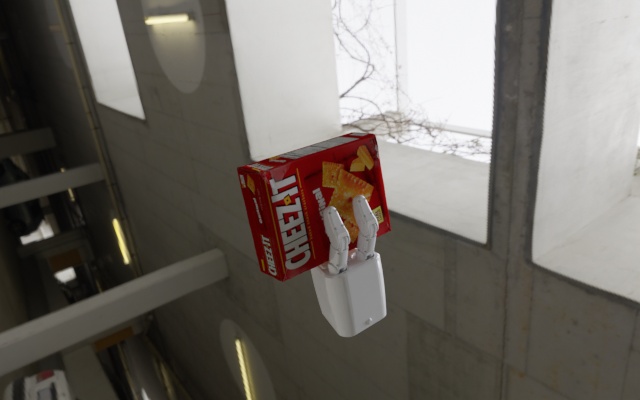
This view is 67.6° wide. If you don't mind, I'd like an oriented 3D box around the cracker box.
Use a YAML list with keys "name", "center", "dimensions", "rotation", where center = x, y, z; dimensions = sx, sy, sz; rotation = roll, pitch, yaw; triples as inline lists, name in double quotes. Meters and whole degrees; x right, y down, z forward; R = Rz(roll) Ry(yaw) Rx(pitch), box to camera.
- name: "cracker box"
  center: [0.000, 0.002, 0.714]
  dimensions: [0.213, 0.164, 0.072]
  rotation: [-21, 20, -32]
